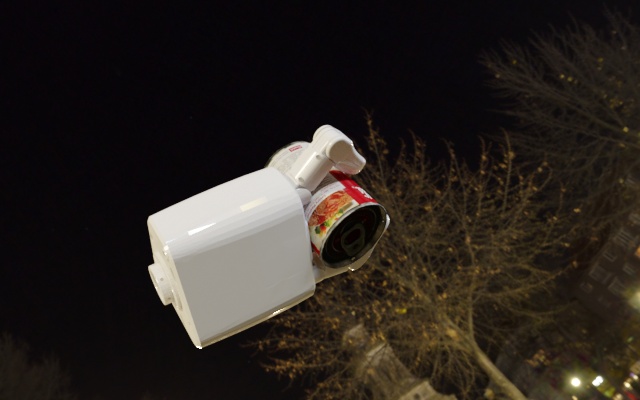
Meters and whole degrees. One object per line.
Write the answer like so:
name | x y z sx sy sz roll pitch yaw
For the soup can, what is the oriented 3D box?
soup can | 0.000 0.001 0.422 0.068 0.068 0.102 0 35 -44
